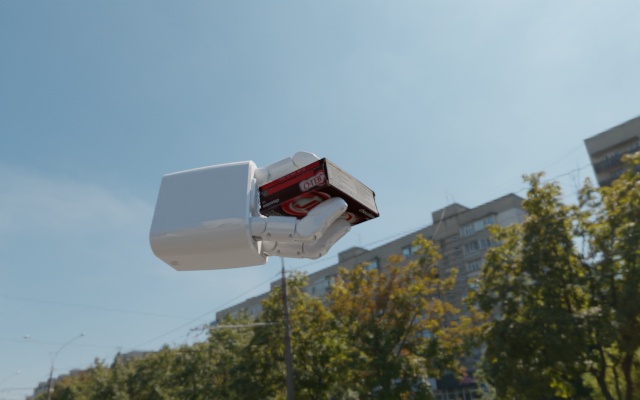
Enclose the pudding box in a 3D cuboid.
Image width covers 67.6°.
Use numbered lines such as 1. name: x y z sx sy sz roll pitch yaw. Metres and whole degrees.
1. pudding box: 0.000 0.002 0.535 0.090 0.039 0.113 -21 -27 28
